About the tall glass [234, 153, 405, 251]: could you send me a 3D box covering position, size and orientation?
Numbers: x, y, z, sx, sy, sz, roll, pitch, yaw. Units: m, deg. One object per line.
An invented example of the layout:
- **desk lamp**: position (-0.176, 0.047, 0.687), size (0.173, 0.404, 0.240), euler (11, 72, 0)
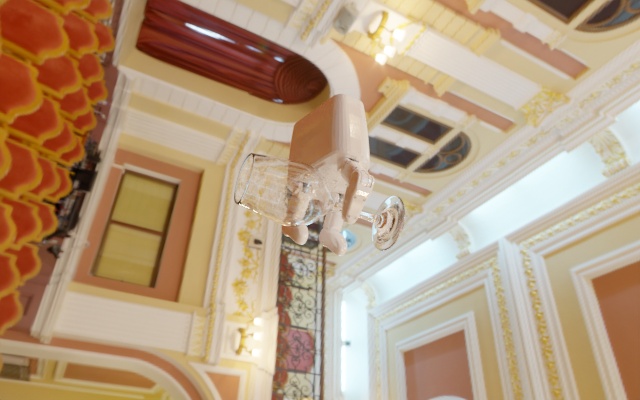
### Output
- **tall glass**: position (0.001, 0.002, 0.583), size (0.201, 0.079, 0.079), euler (17, -7, -22)
